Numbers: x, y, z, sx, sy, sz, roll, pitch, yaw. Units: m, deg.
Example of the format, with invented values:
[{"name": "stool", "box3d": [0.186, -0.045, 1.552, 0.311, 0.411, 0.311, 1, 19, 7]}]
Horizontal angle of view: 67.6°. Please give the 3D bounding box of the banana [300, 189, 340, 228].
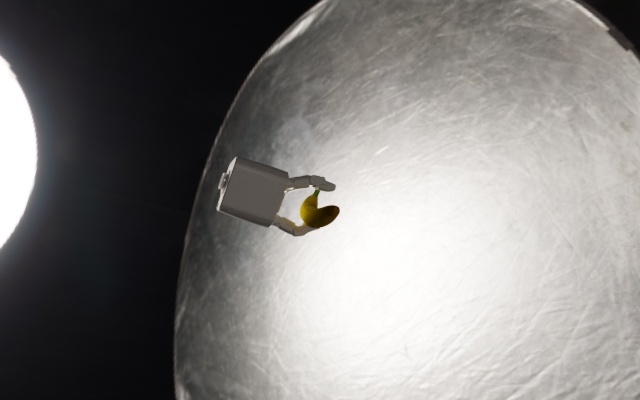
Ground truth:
[{"name": "banana", "box3d": [-0.008, 0.019, 0.904, 0.037, 0.069, 0.197, 23, 7, -16]}]
